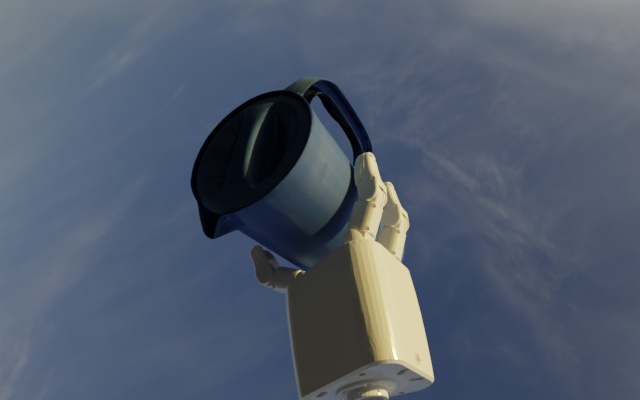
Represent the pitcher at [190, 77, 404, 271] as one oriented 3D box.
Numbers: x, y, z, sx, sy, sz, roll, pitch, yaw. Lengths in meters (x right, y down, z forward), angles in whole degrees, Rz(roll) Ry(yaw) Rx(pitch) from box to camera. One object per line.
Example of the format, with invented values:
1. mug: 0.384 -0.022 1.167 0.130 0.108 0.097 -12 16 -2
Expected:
1. pitcher: 0.000 0.002 0.503 0.149 0.145 0.243 -26 -42 19
